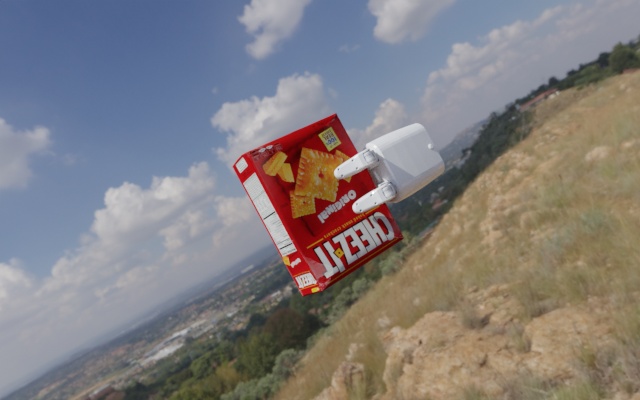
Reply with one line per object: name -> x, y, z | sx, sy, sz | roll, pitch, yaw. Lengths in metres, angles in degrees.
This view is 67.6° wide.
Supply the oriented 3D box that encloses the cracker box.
cracker box -> 0.000, 0.002, 0.686 | 0.164, 0.213, 0.072 | -28, -2, -30
